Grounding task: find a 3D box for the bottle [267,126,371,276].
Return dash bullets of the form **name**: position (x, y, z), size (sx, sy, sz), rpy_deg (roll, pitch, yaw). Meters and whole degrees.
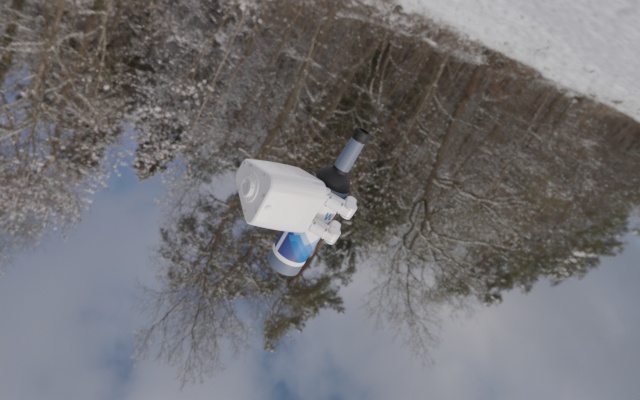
- **bottle**: position (0.000, 0.003, 0.829), size (0.069, 0.296, 0.069), rpy_deg (26, 25, -13)
